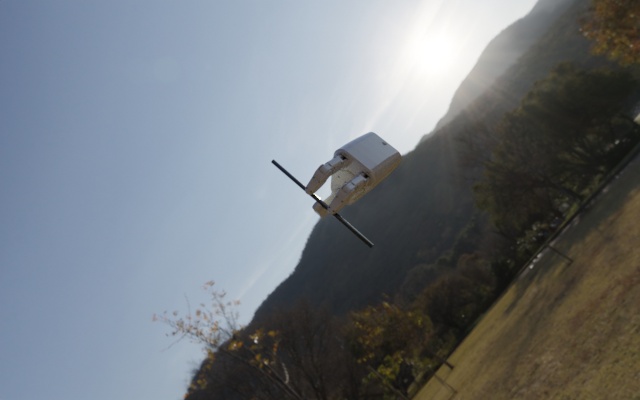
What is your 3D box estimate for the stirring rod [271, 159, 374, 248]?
[{"bbox_3d":[0.000,0.003,0.847,0.239,0.011,0.011,41,13,15],"label":"stirring rod"}]
